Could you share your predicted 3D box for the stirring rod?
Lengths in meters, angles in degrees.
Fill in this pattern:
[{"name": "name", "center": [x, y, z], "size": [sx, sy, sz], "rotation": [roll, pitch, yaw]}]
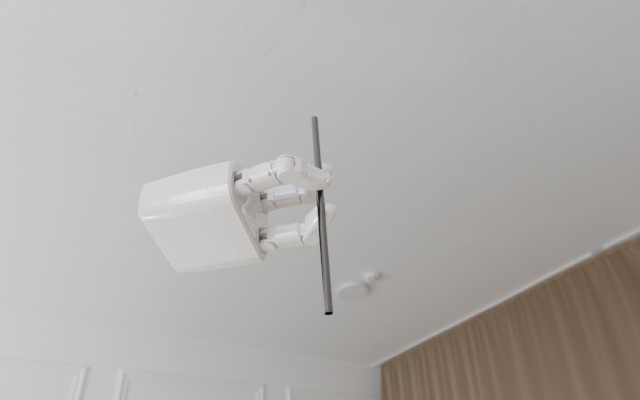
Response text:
[{"name": "stirring rod", "center": [0.000, 0.002, 0.487], "size": [0.011, 0.239, 0.011], "rotation": [-3, -36, -2]}]
